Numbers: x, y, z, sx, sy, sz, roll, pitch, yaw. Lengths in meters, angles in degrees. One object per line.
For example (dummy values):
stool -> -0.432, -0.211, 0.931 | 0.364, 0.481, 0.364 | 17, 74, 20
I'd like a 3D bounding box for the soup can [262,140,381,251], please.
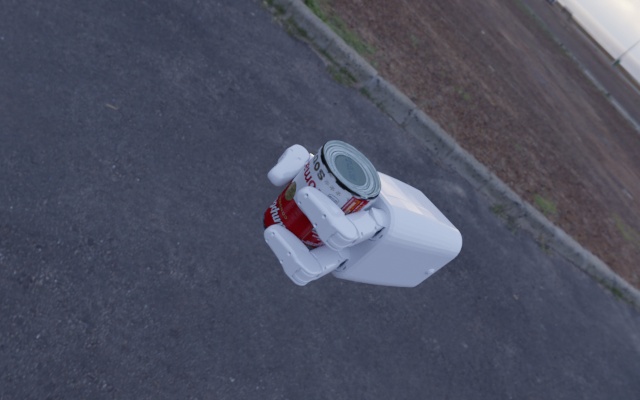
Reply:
soup can -> 0.000, 0.001, 0.448 | 0.068, 0.068, 0.102 | 0, -37, -46
